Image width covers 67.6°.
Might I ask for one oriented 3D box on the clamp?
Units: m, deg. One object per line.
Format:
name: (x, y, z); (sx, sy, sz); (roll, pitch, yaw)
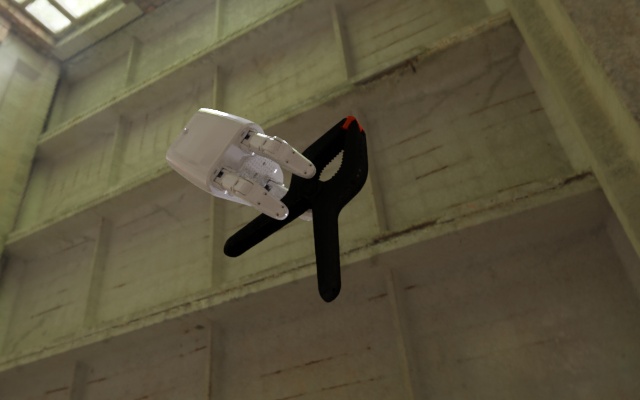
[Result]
clamp: (0.001, 0.002, 0.523); (0.164, 0.210, 0.036); (25, -14, 40)
